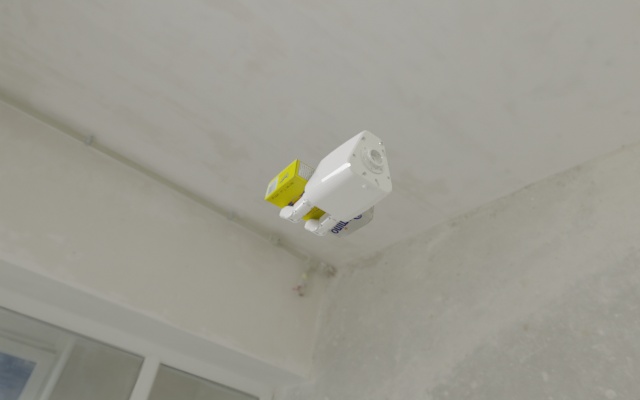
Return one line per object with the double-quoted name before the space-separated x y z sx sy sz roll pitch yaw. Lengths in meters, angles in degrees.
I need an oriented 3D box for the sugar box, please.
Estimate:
"sugar box" 0.000 0.003 0.848 0.176 0.048 0.093 30 -43 -25
